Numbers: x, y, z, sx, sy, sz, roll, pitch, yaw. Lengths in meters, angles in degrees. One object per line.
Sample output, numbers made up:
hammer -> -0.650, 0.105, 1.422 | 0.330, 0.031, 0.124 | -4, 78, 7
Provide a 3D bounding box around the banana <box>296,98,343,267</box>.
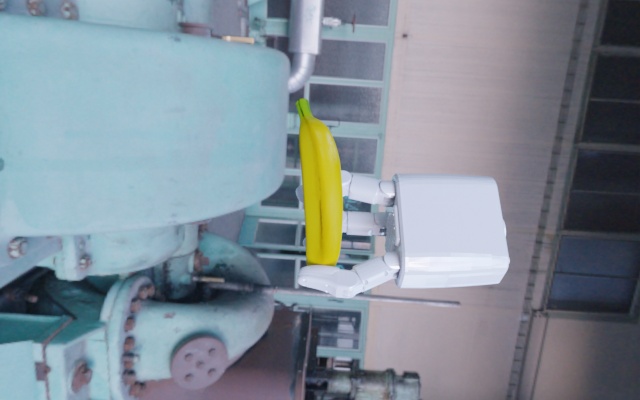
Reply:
banana -> 0.001, 0.007, 0.458 | 0.037, 0.198, 0.069 | -4, 27, -3
